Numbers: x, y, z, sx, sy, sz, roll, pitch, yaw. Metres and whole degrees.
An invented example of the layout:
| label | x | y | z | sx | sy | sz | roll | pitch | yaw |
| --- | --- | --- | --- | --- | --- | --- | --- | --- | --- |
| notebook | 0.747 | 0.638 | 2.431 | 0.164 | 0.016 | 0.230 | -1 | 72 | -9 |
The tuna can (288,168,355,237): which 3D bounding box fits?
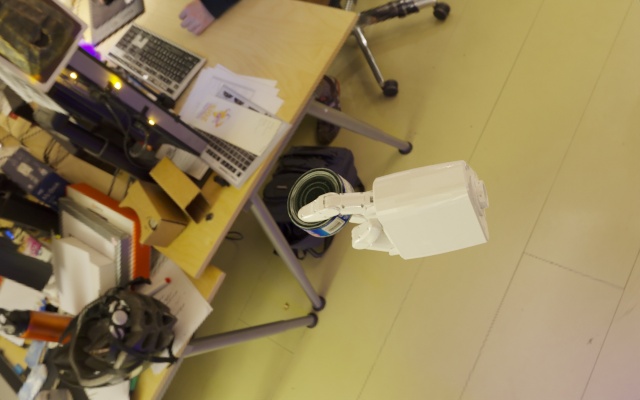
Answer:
| label | x | y | z | sx | sy | sz | roll | pitch | yaw |
| --- | --- | --- | --- | --- | --- | --- | --- | --- | --- |
| tuna can | 0.000 | 0.002 | 0.618 | 0.086 | 0.086 | 0.034 | 0 | -20 | 33 |
